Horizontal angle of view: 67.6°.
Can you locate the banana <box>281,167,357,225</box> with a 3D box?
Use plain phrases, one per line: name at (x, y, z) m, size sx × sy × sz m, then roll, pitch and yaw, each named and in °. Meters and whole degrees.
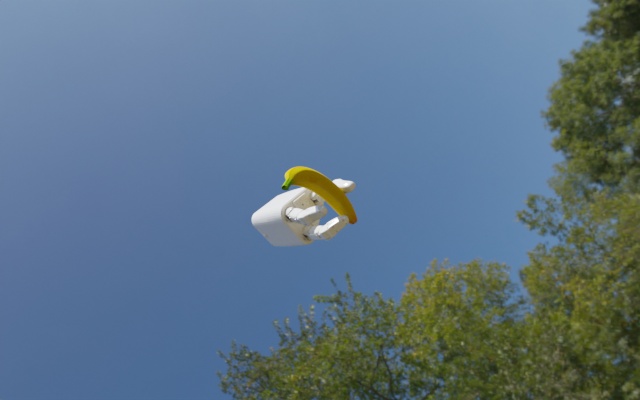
banana at (0.000, -0.016, 0.871) m, size 0.037 × 0.069 × 0.198 m, roll -15°, pitch -30°, yaw 41°
